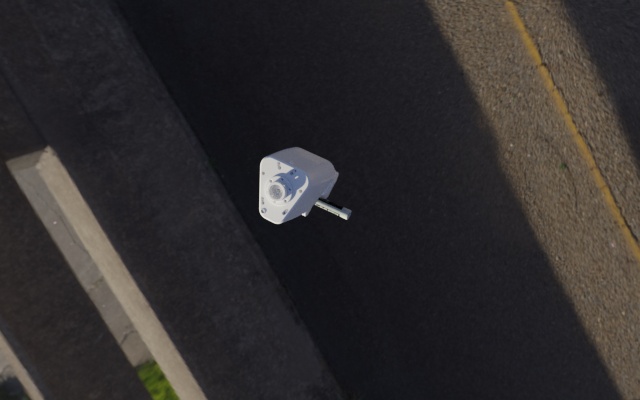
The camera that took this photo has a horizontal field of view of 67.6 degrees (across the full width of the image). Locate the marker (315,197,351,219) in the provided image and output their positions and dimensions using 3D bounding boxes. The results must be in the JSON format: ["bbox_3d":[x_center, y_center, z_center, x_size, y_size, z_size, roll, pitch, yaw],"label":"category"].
[{"bbox_3d":[0.000,0.003,0.896,0.121,0.020,0.020,25,7,16],"label":"marker"}]
